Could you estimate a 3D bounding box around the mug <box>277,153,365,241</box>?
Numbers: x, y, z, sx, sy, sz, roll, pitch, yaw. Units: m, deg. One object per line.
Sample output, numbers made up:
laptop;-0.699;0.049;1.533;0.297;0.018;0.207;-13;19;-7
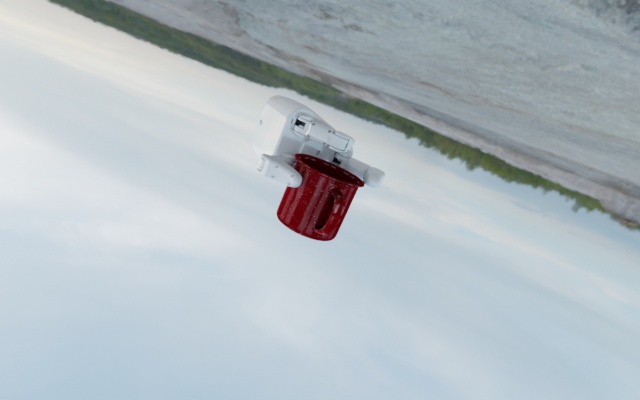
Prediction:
mug;0.001;0.003;0.580;0.093;0.081;0.117;17;15;-26
